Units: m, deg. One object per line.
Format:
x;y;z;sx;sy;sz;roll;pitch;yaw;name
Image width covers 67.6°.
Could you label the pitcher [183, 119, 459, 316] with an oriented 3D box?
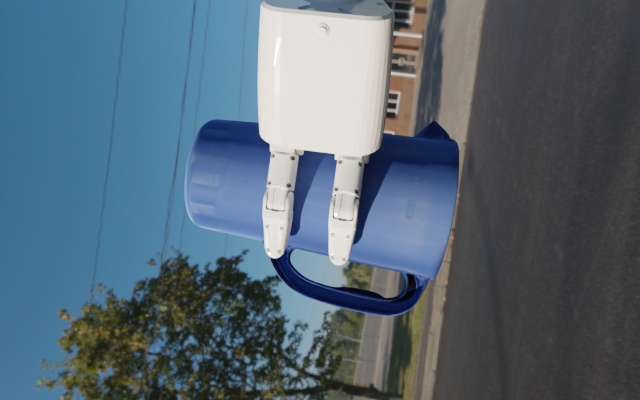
0.000;0.001;0.457;0.243;0.145;0.149;9;38;6;pitcher
